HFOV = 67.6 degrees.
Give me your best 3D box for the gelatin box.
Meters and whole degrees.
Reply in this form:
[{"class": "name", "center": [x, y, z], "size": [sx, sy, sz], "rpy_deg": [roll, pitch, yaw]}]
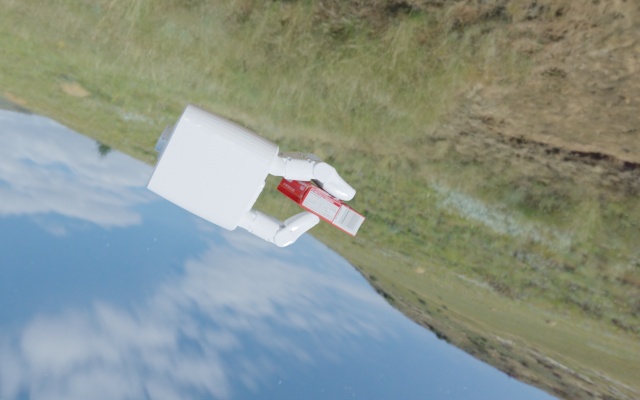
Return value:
[{"class": "gelatin box", "center": [0.000, 0.002, 0.574], "size": [0.089, 0.030, 0.073], "rpy_deg": [31, 1, -29]}]
